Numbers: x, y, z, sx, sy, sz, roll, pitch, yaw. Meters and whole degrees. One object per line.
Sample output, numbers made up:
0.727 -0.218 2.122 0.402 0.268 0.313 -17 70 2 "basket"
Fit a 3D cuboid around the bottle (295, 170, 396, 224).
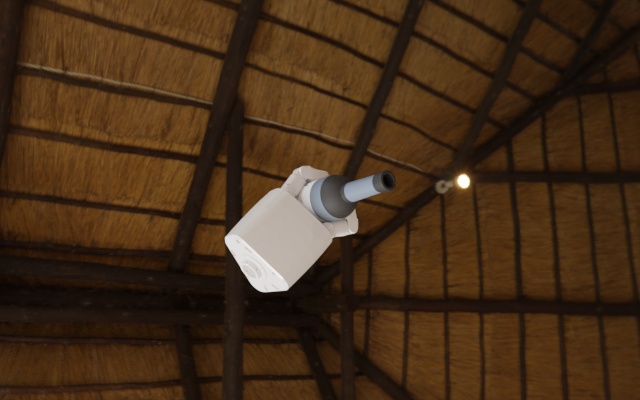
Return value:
0.000 0.002 0.722 0.069 0.069 0.296 0 -11 -37 "bottle"
